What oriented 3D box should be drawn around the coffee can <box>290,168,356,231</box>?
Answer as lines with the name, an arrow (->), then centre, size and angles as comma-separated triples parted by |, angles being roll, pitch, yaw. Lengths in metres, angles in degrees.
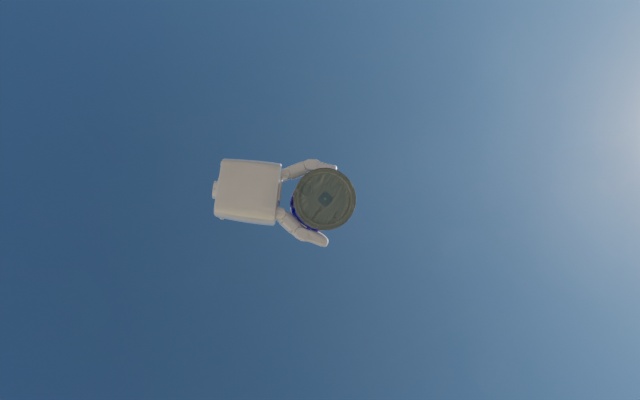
coffee can -> 0.000, 0.003, 0.844 | 0.103, 0.103, 0.140 | 0, -5, -6
